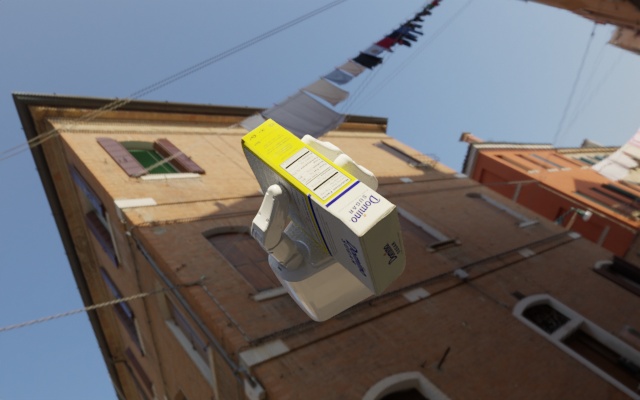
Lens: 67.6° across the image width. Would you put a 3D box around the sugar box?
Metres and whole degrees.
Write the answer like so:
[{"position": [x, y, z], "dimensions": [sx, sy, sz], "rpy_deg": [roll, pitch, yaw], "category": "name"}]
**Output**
[{"position": [0.000, 0.001, 0.441], "dimensions": [0.048, 0.093, 0.176], "rpy_deg": [-40, 51, -18], "category": "sugar box"}]
